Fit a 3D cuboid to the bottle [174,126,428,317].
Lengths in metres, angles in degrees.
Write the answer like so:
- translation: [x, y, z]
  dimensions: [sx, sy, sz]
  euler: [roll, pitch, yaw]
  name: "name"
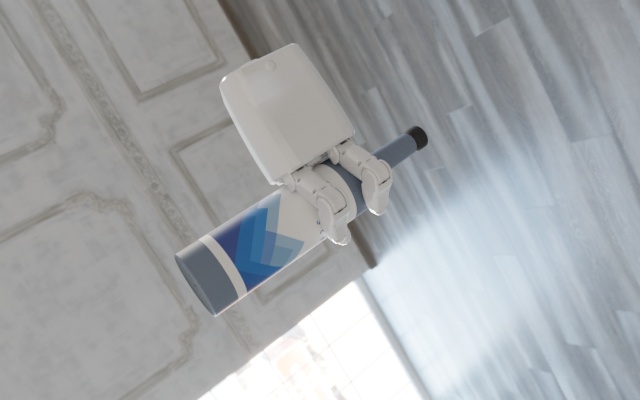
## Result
- translation: [0.000, 0.002, 0.483]
  dimensions: [0.295, 0.069, 0.069]
  euler: [-34, 15, -24]
  name: "bottle"
